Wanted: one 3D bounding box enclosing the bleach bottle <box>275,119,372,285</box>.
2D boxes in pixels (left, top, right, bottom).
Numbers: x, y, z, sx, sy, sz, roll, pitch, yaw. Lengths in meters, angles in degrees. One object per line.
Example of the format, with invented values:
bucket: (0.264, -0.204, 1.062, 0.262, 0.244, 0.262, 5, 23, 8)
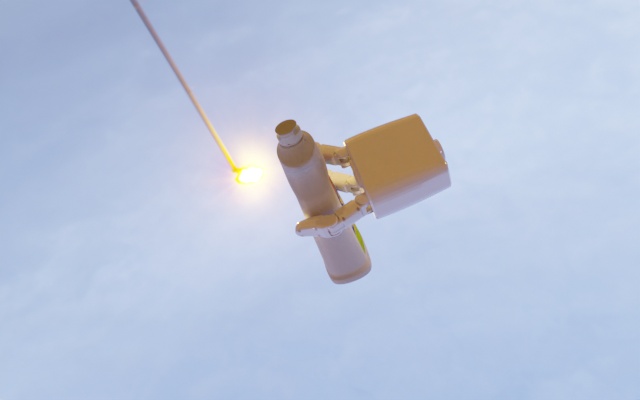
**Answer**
bleach bottle: (0.000, 0.002, 0.645, 0.068, 0.251, 0.102, -22, 42, 4)
